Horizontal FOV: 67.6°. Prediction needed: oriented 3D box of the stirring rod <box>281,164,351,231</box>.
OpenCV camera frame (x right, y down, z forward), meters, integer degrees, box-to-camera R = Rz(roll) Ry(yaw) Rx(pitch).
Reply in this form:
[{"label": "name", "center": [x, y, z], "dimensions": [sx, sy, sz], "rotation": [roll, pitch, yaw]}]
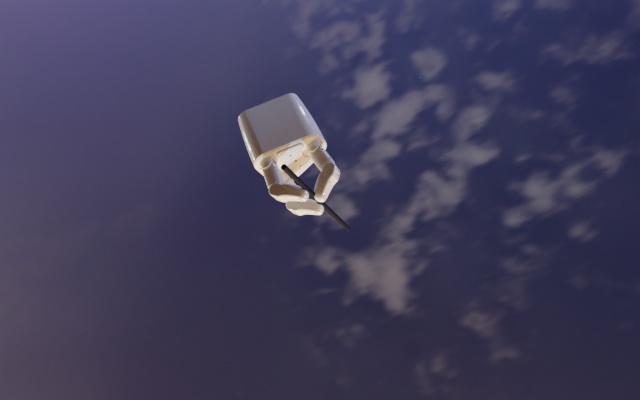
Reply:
[{"label": "stirring rod", "center": [0.000, 0.002, 0.718], "dimensions": [0.011, 0.011, 0.240], "rotation": [0, -22, 25]}]
